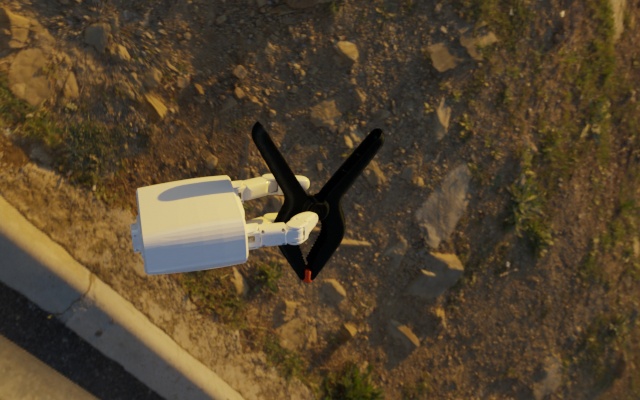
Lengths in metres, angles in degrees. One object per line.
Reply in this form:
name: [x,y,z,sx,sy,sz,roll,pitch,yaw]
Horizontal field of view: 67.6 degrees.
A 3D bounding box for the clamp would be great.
clamp: [0.000,0.003,0.592,0.164,0.210,0.036,-7,22,-17]
